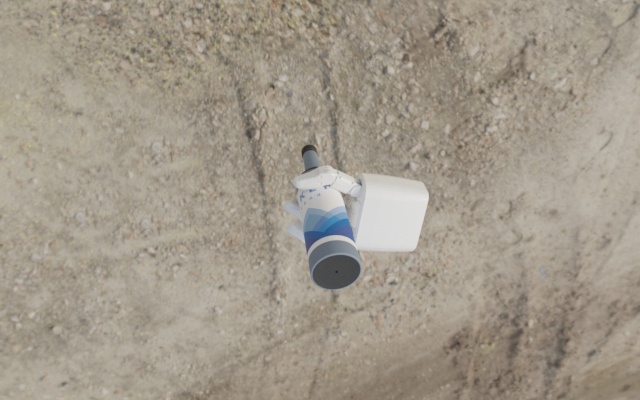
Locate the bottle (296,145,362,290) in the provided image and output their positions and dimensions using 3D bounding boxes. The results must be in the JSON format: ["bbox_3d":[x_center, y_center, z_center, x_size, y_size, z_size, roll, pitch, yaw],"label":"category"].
[{"bbox_3d":[0.000,0.002,0.718,0.069,0.069,0.295,0,37,-10],"label":"bottle"}]
